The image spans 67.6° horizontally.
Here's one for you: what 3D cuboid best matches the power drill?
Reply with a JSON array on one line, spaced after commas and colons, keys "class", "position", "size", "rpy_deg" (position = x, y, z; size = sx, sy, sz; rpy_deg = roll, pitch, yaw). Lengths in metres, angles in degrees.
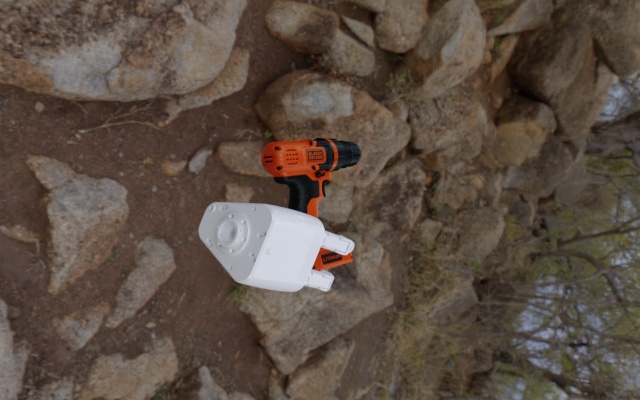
[{"class": "power drill", "position": [0.000, 0.003, 0.697], "size": [0.184, 0.187, 0.057], "rpy_deg": [-9, 3, -44]}]
